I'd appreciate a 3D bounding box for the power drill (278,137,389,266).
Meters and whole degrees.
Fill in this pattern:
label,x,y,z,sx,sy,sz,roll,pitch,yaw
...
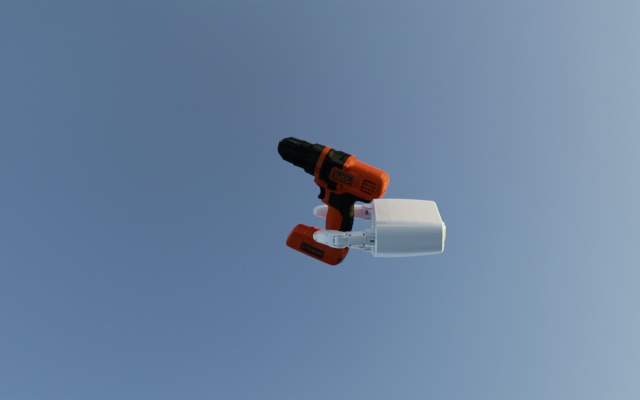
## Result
label,x,y,z,sx,sy,sz,roll,pitch,yaw
power drill,0.000,0.003,0.778,0.184,0.188,0.057,24,32,11
